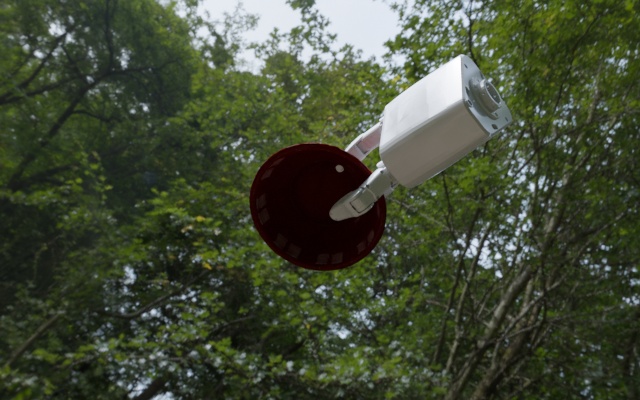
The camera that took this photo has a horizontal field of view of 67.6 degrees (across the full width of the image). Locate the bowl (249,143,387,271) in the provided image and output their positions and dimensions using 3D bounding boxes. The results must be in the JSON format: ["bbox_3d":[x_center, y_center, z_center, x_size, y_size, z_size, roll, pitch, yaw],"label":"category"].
[{"bbox_3d":[-0.001,0.002,0.573,0.162,0.162,0.055,0,23,12],"label":"bowl"}]
